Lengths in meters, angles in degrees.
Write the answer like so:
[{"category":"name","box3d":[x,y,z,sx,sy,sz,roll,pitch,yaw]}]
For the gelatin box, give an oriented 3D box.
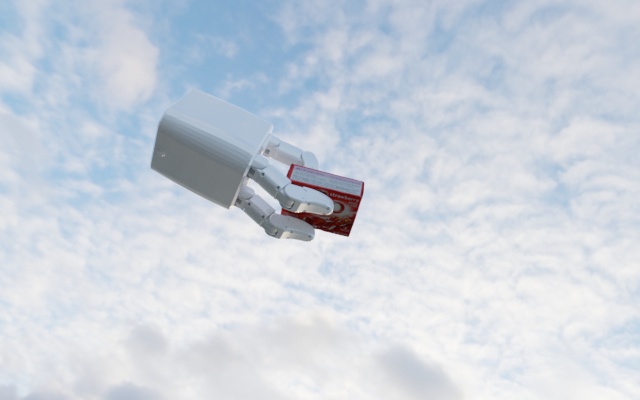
[{"category":"gelatin box","box3d":[0.001,0.002,0.559,0.089,0.030,0.073,14,-44,0]}]
